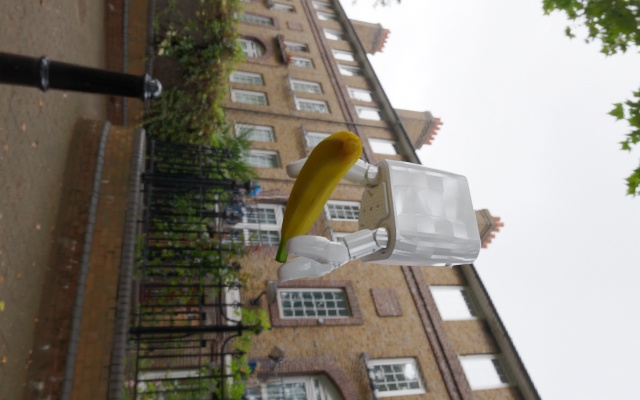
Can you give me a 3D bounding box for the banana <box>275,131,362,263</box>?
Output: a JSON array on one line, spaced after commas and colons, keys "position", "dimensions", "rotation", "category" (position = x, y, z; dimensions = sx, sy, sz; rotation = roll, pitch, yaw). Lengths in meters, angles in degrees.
[{"position": [-0.001, -0.012, 0.456], "dimensions": [0.037, 0.069, 0.198], "rotation": [11, -38, -15], "category": "banana"}]
